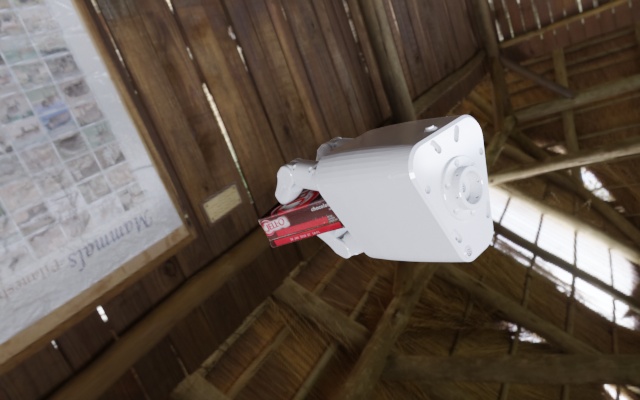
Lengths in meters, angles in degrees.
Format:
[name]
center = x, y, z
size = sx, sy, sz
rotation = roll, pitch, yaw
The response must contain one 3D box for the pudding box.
[pudding box]
center = 0.000, 0.002, 0.505
size = 0.090, 0.039, 0.113
rotation = -17, 13, 27
